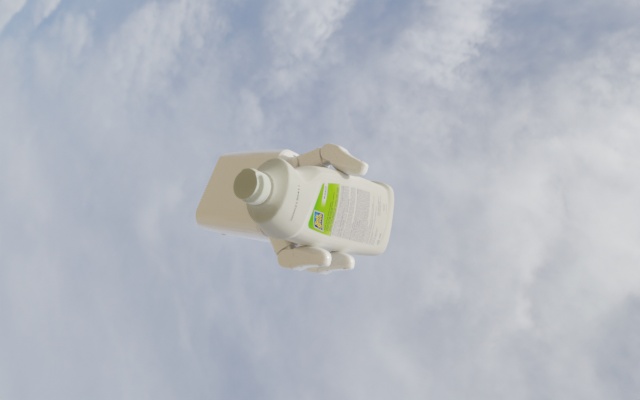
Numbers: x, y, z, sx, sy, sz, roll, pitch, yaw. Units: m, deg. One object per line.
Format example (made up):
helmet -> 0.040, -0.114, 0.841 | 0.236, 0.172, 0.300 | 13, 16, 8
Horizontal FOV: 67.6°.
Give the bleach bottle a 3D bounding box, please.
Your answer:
bleach bottle -> 0.000, 0.002, 0.529 | 0.068, 0.102, 0.251 | 2, -11, 33
